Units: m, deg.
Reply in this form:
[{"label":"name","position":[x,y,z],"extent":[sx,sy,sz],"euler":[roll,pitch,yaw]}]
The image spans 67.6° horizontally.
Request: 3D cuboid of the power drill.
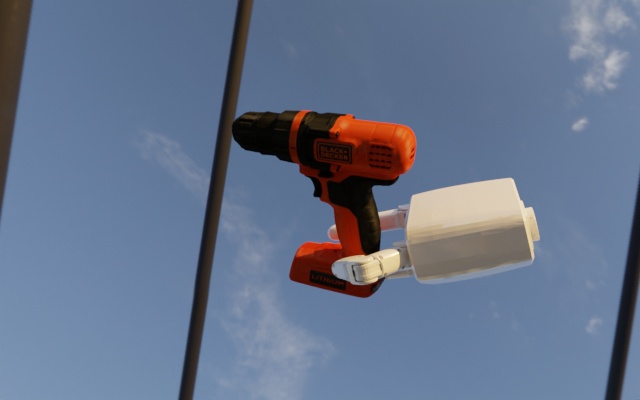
[{"label":"power drill","position":[0.000,0.002,0.485],"extent":[0.184,0.188,0.057],"euler":[11,33,23]}]
